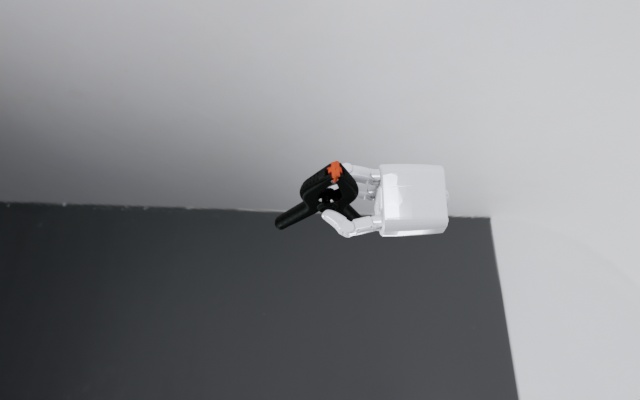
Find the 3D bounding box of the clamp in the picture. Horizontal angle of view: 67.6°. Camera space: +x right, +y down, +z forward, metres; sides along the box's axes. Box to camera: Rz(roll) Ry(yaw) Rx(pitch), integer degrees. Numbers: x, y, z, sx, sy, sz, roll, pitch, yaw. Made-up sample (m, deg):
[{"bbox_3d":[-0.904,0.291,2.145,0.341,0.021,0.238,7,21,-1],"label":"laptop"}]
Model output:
[{"bbox_3d":[0.000,0.003,0.796,0.164,0.036,0.210,-4,-27,-2],"label":"clamp"}]
